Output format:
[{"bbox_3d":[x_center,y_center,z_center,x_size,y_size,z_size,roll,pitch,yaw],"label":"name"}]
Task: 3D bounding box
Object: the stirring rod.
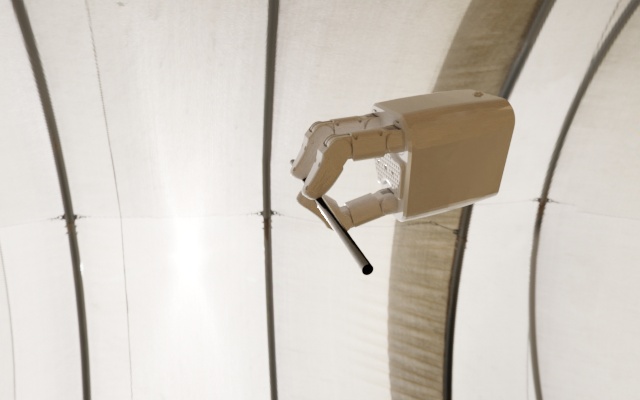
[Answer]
[{"bbox_3d":[0.000,0.001,0.410,0.011,0.011,0.239,0,21,-15],"label":"stirring rod"}]
